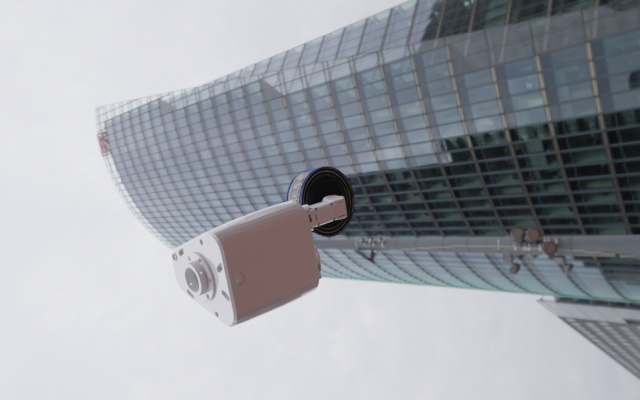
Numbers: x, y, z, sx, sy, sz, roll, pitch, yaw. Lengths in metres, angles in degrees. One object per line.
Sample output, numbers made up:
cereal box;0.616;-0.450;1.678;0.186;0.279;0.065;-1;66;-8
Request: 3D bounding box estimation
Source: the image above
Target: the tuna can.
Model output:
tuna can;0.000;0.002;0.589;0.086;0.086;0.034;0;-2;-40
